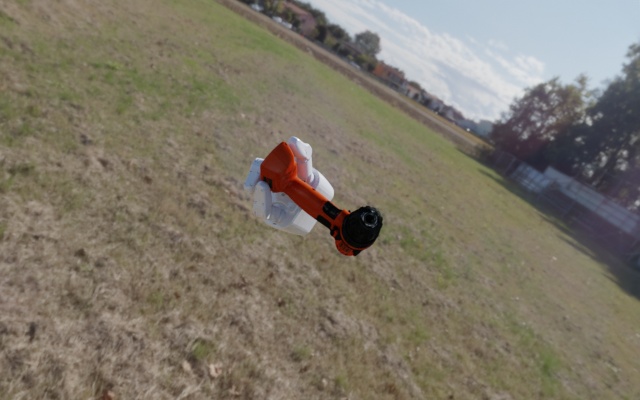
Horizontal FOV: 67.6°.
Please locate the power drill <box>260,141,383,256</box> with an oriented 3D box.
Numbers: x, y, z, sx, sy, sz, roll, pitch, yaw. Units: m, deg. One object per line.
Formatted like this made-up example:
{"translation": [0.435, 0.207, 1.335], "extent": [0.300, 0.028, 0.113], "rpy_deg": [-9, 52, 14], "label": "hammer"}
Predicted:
{"translation": [0.000, 0.002, 0.673], "extent": [0.187, 0.057, 0.184], "rpy_deg": [41, -16, 6], "label": "power drill"}
